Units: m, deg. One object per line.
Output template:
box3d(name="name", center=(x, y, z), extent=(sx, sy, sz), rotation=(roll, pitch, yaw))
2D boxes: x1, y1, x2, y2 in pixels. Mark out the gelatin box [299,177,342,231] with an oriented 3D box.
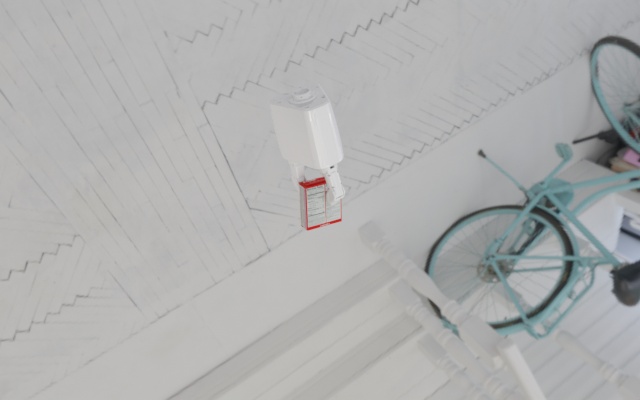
box3d(name="gelatin box", center=(0.000, 0.003, 0.860), extent=(0.073, 0.089, 0.030), rotation=(-15, 27, -25))
